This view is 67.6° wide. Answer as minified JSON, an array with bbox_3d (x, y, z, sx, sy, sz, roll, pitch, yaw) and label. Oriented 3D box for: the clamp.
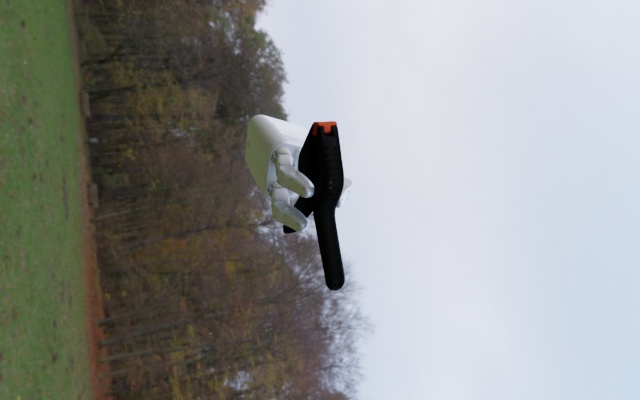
[{"bbox_3d":[0.001,0.001,0.628,0.036,0.210,0.164,-8,36,-27],"label":"clamp"}]
